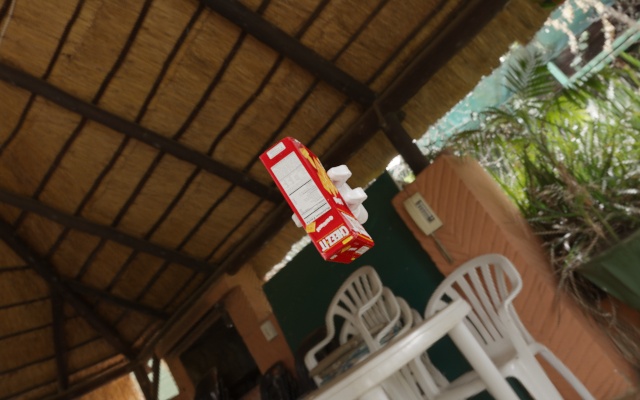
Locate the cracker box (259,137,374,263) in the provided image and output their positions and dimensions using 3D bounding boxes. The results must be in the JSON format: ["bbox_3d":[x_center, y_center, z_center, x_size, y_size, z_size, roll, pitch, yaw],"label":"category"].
[{"bbox_3d":[0.000,0.003,0.847,0.072,0.213,0.164,-36,-17,9],"label":"cracker box"}]
